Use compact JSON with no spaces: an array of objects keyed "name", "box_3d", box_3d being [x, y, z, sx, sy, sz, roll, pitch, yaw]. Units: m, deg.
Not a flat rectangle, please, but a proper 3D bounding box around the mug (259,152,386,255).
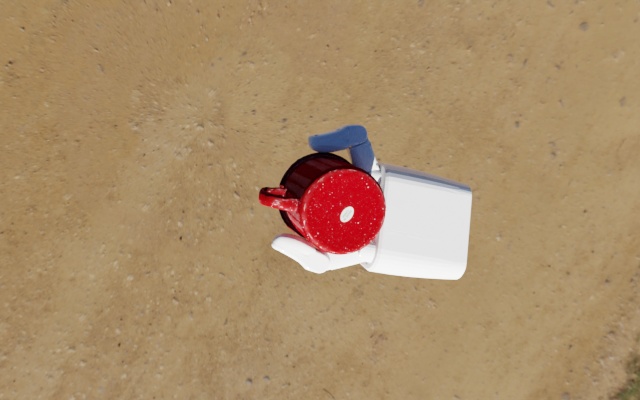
[{"name":"mug","box_3d":[-0.001,0.001,0.452,0.117,0.093,0.081,8,8,-17]}]
